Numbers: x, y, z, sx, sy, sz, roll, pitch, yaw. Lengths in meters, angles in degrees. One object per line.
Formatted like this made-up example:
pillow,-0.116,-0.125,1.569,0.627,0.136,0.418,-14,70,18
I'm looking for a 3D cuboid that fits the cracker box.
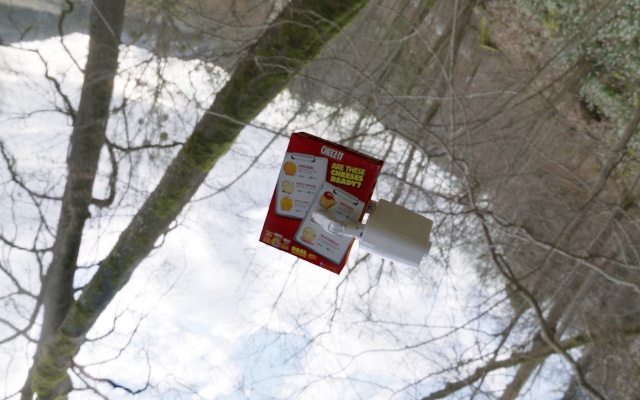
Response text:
cracker box,0.000,0.003,0.857,0.164,0.214,0.072,22,17,10
